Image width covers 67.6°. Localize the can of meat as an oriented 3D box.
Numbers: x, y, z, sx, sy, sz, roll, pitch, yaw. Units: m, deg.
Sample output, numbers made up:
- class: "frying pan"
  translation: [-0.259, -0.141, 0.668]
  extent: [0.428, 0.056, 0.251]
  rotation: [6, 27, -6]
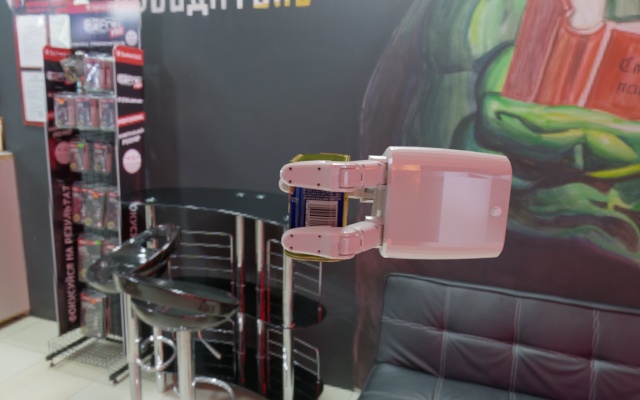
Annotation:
- class: "can of meat"
  translation: [0.000, 0.001, 0.447]
  extent: [0.057, 0.084, 0.102]
  rotation: [3, 12, 4]
